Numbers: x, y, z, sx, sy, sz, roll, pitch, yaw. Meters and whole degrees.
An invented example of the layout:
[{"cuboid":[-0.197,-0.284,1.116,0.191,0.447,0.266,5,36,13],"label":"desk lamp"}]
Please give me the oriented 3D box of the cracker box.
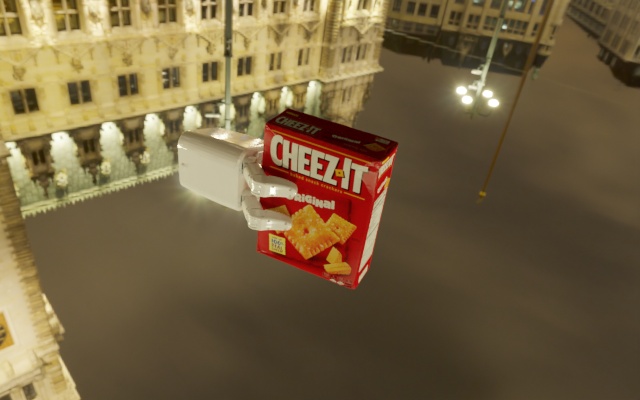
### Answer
[{"cuboid":[0.000,0.002,0.660,0.164,0.214,0.072,20,35,17],"label":"cracker box"}]
